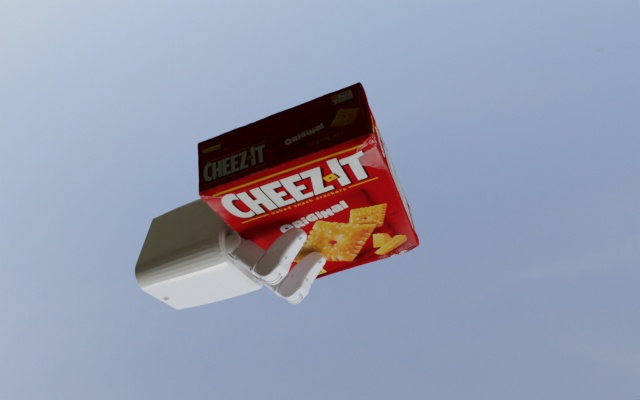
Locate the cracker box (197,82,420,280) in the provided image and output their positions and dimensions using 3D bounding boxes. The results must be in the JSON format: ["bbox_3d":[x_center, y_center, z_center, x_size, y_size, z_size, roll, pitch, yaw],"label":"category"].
[{"bbox_3d":[0.000,0.002,0.493,0.164,0.072,0.214,-19,-36,12],"label":"cracker box"}]
